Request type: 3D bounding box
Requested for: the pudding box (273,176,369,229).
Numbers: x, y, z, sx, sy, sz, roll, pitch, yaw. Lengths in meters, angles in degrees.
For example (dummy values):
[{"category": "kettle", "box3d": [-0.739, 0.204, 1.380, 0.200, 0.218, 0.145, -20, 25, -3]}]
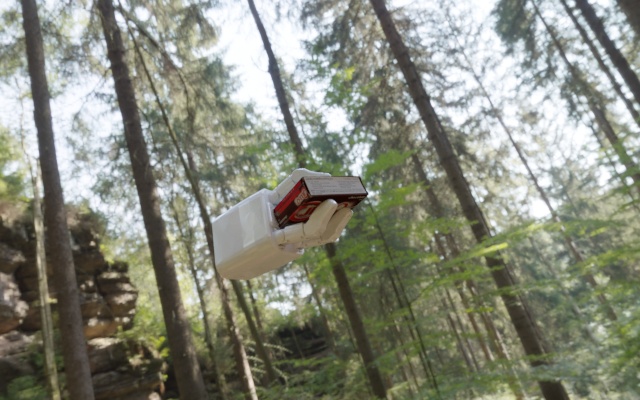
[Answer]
[{"category": "pudding box", "box3d": [0.000, 0.002, 0.701, 0.113, 0.039, 0.090, -5, -27, -40]}]
